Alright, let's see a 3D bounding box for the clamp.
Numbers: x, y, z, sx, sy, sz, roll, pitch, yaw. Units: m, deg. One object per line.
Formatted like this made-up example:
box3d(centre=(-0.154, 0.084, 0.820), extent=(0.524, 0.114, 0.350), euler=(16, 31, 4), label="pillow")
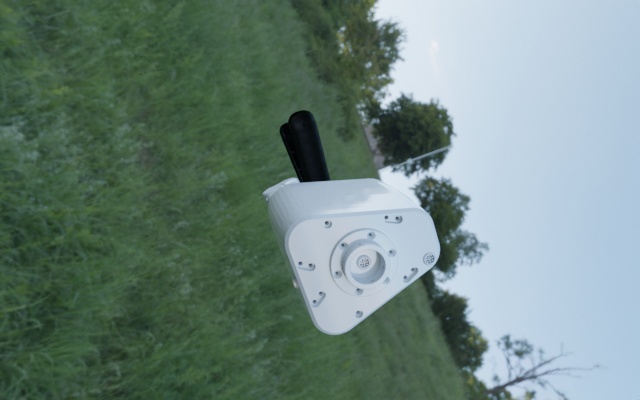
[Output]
box3d(centre=(0.001, 0.002, 0.522), extent=(0.036, 0.210, 0.164), euler=(-20, 15, -5), label="clamp")
